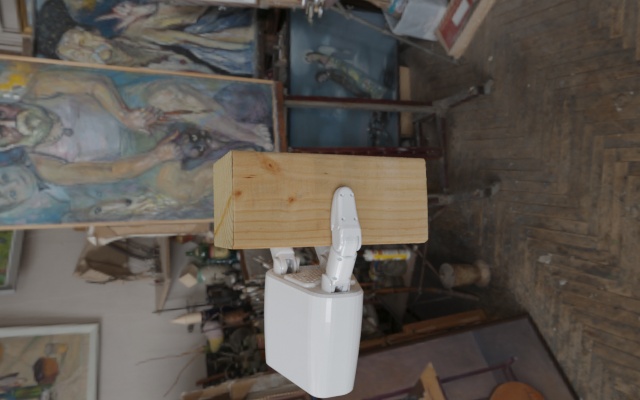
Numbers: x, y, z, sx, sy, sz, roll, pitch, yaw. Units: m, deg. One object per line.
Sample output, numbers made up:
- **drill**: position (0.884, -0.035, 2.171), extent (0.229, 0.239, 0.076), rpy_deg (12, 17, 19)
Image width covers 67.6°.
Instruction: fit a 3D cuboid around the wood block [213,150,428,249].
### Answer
- **wood block**: position (0.000, 0.002, 0.500), extent (0.206, 0.090, 0.091), rpy_deg (0, -3, -23)
